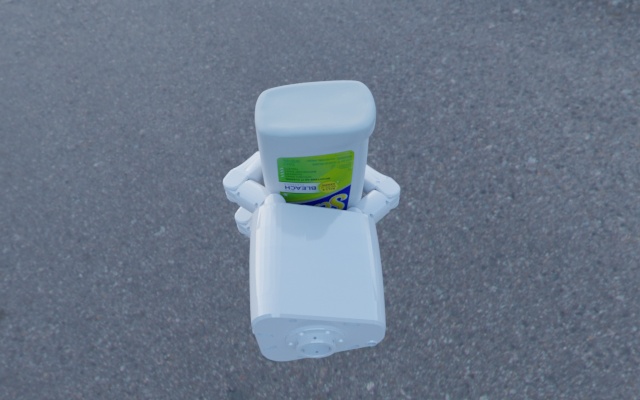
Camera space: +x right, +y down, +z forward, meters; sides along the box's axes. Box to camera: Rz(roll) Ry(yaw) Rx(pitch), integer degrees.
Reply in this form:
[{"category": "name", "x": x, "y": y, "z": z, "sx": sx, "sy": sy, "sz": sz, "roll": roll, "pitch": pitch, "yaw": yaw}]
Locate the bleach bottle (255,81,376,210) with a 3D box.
[{"category": "bleach bottle", "x": 0.000, "y": 0.002, "z": 0.482, "sx": 0.102, "sy": 0.068, "sz": 0.251, "roll": -4, "pitch": -39, "yaw": 1}]
